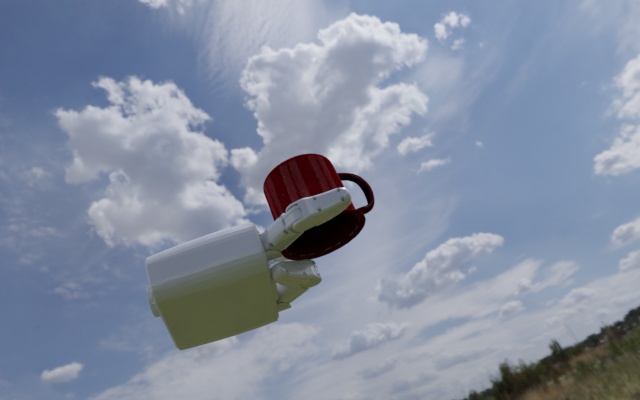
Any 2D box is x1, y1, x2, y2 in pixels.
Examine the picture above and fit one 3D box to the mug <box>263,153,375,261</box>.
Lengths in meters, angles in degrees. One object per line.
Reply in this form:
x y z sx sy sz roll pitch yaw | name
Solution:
0.001 0.001 0.506 0.117 0.081 0.093 -17 -29 -14 | mug
